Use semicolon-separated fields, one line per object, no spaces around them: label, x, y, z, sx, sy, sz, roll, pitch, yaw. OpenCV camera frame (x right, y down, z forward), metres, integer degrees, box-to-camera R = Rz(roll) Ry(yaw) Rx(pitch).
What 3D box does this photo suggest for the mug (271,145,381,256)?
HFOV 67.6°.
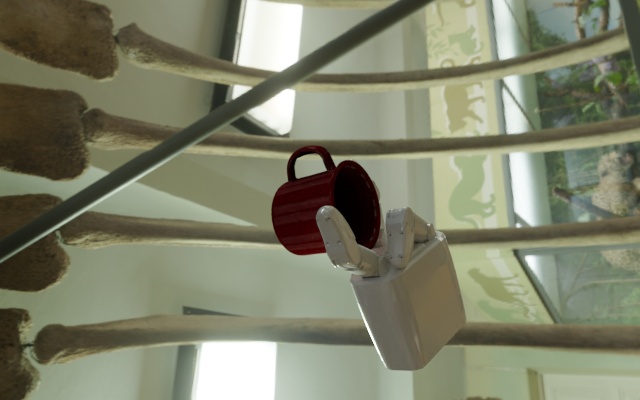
mug;-0.001;0.000;0.487;0.081;0.117;0.093;-12;15;34
